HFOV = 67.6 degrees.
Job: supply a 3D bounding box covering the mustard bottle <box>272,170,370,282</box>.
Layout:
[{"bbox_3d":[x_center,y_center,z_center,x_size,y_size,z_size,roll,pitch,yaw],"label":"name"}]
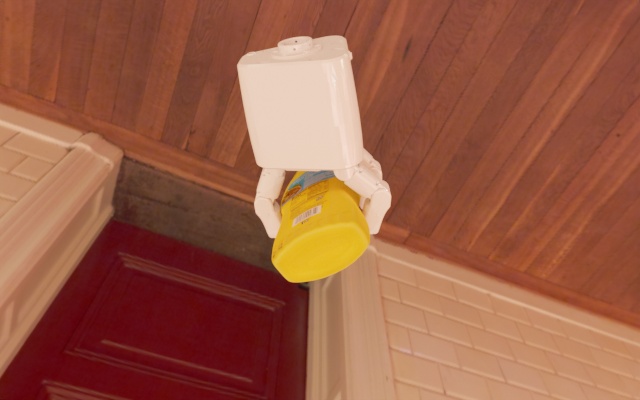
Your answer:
[{"bbox_3d":[0.000,0.002,0.527,0.096,0.058,0.191,-29,27,17],"label":"mustard bottle"}]
